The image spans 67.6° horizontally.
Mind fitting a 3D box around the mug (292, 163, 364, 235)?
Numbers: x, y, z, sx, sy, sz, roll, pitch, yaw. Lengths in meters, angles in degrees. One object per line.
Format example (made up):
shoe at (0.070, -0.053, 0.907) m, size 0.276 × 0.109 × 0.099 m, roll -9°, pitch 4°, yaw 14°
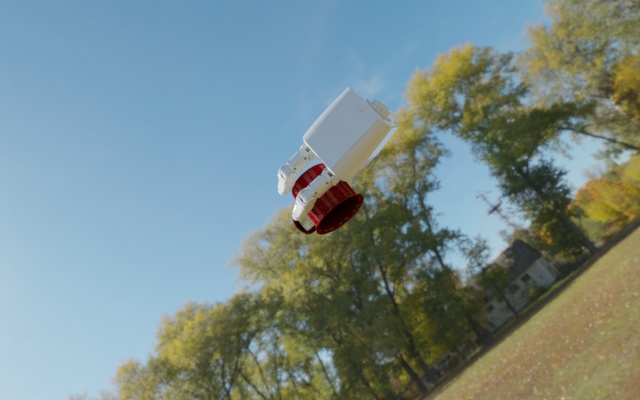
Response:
mug at (-0.001, 0.003, 0.768) m, size 0.117 × 0.081 × 0.093 m, roll -47°, pitch -24°, yaw 18°
